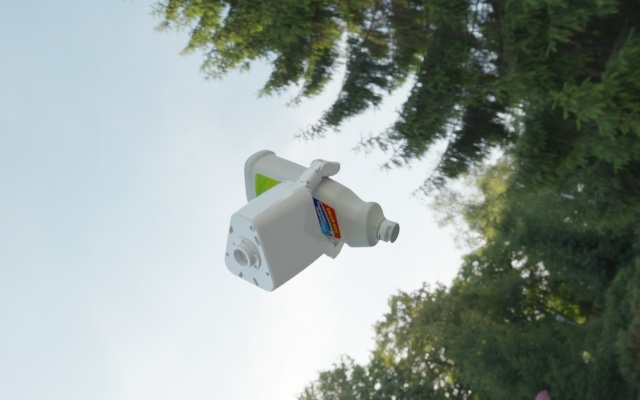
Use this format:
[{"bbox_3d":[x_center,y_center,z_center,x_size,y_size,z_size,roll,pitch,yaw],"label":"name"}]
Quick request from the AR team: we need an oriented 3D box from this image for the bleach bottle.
[{"bbox_3d":[0.000,0.002,0.706,0.251,0.103,0.068,19,34,31],"label":"bleach bottle"}]
